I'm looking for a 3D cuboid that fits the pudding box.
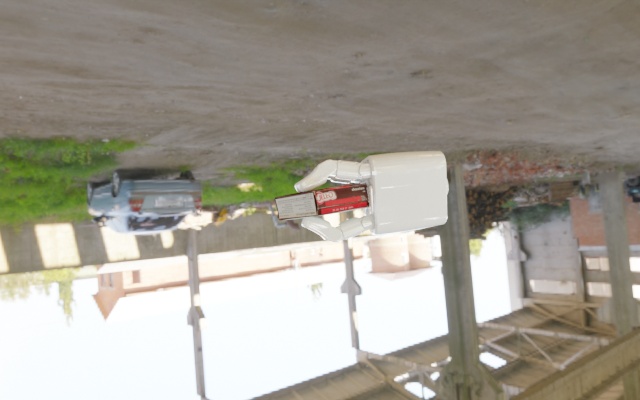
[{"bbox_3d":[0.000,0.002,0.678,0.090,0.039,0.113,-8,-2,-34],"label":"pudding box"}]
